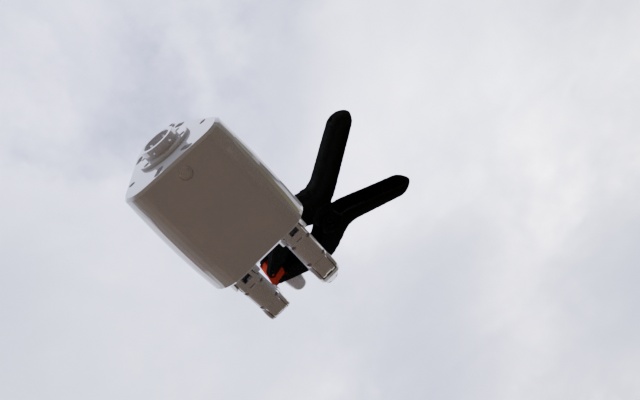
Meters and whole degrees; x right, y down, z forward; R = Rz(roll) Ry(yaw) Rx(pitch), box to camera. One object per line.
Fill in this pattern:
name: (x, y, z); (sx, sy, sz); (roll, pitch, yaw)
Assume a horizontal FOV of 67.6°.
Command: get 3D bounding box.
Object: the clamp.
clamp: (0.000, 0.001, 0.450); (0.120, 0.171, 0.039); (51, -8, -31)
